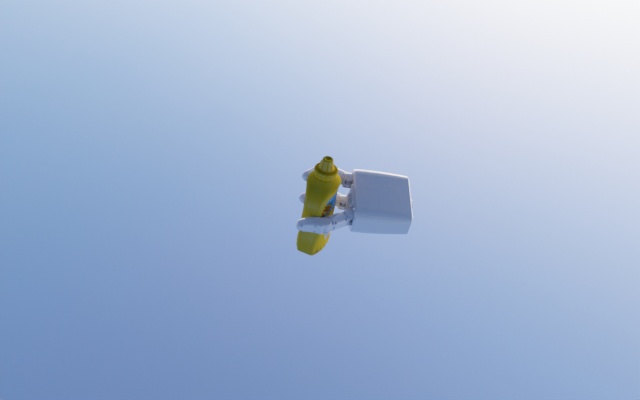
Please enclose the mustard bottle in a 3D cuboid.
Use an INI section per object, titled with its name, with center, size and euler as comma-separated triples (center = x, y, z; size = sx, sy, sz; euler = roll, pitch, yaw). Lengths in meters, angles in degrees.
[mustard bottle]
center = 0.000, 0.003, 0.852
size = 0.058, 0.192, 0.096
euler = 22, 42, 12
